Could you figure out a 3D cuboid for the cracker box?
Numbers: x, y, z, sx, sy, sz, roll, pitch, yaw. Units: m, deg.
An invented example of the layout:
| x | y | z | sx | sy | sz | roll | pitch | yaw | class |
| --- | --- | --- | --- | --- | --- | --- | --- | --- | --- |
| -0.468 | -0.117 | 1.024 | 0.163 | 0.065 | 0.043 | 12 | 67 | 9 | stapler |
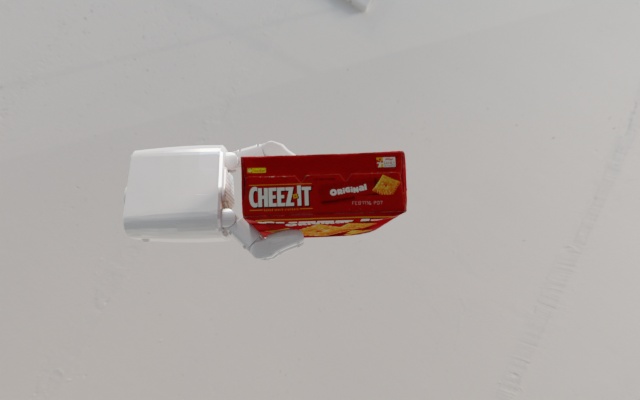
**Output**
| x | y | z | sx | sy | sz | roll | pitch | yaw | class |
| --- | --- | --- | --- | --- | --- | --- | --- | --- | --- |
| 0.000 | 0.002 | 0.568 | 0.164 | 0.072 | 0.214 | -3 | -8 | -2 | cracker box |
